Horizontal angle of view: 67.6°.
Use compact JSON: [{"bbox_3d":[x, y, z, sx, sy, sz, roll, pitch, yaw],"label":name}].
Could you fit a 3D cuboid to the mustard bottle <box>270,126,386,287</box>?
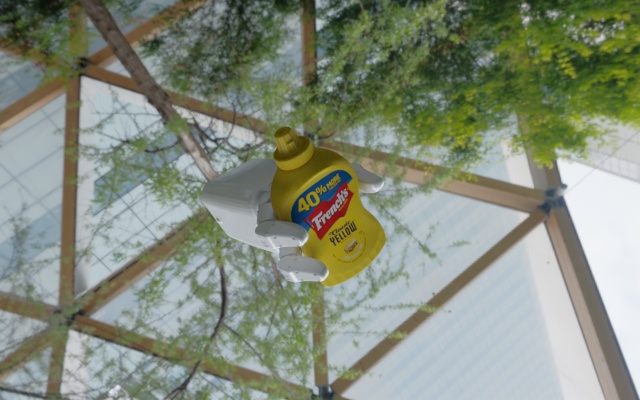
[{"bbox_3d":[0.000,0.002,0.516,0.096,0.192,0.058,-36,35,-10],"label":"mustard bottle"}]
